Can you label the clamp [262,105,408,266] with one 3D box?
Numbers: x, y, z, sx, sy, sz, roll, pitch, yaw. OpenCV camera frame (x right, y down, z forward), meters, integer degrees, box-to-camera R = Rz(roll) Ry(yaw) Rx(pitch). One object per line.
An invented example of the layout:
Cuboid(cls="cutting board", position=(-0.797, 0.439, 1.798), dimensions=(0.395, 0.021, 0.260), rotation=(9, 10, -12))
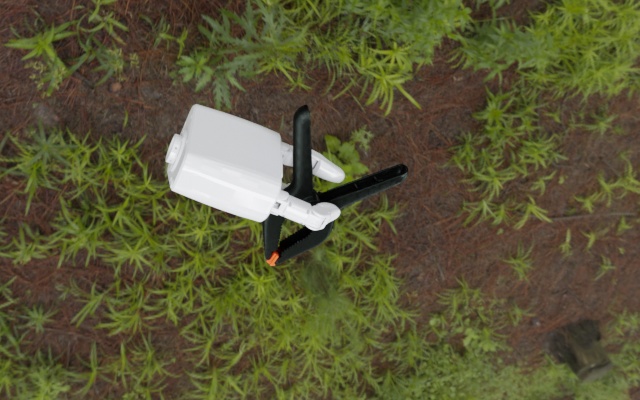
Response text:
Cuboid(cls="clamp", position=(0.000, 0.003, 0.596), dimensions=(0.164, 0.210, 0.036), rotation=(21, 26, -22))
